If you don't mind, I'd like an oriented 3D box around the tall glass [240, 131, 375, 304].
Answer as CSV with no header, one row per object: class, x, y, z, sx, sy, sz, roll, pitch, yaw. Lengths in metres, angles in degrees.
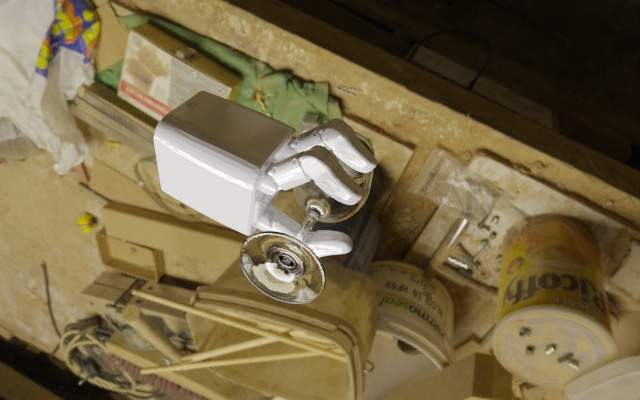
tall glass,0.000,0.002,0.458,0.079,0.079,0.201,0,32,22
